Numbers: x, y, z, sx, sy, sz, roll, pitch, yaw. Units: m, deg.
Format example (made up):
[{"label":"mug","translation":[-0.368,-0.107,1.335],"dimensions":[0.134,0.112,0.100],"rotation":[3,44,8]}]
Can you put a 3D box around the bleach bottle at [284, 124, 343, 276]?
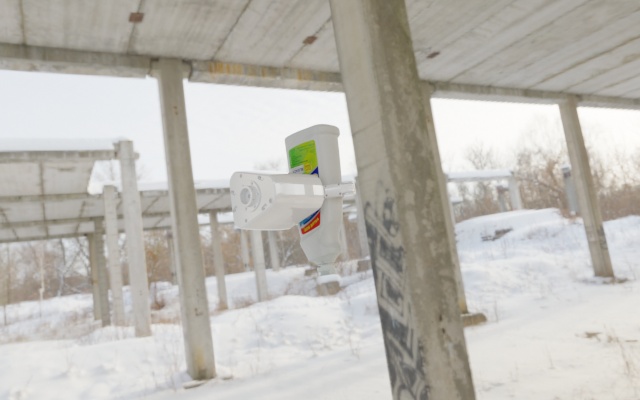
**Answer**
[{"label":"bleach bottle","translation":[0.000,0.003,0.826],"dimensions":[0.102,0.251,0.068],"rotation":[-15,-10,40]}]
